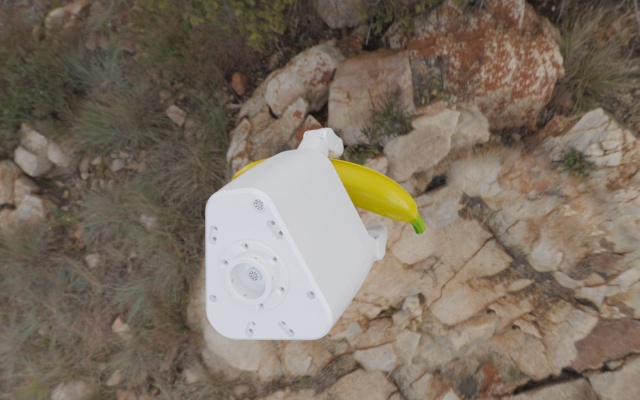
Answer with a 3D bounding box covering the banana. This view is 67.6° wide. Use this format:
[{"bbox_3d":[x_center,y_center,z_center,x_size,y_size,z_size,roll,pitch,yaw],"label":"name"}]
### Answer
[{"bbox_3d":[0.005,-0.011,0.447,0.198,0.070,0.037,15,45,10],"label":"banana"}]
